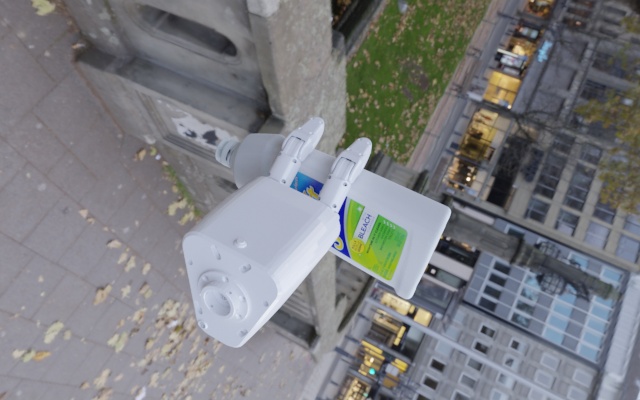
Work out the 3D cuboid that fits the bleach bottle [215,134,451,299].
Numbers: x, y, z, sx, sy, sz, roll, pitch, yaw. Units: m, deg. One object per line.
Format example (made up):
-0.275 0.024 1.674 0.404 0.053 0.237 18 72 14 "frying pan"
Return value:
0.000 0.002 0.502 0.251 0.103 0.068 25 34 14 "bleach bottle"
